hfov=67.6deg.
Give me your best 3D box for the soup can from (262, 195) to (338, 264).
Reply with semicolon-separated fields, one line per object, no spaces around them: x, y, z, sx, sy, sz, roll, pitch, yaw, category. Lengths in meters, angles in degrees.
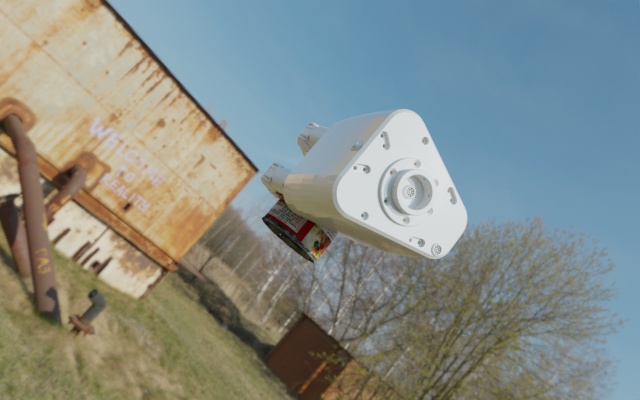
0.000;0.001;0.474;0.068;0.102;0.068;38;-12;10;soup can
